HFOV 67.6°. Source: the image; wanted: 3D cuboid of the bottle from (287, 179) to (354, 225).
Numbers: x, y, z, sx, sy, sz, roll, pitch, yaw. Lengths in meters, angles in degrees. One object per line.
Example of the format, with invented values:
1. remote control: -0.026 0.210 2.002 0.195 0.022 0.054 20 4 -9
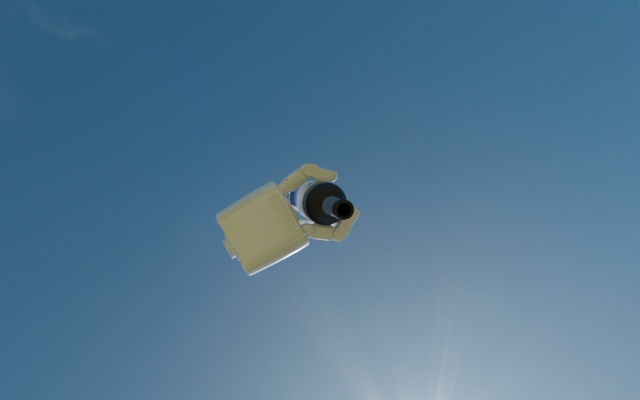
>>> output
1. bottle: 0.000 0.002 0.768 0.069 0.069 0.295 0 4 -12
